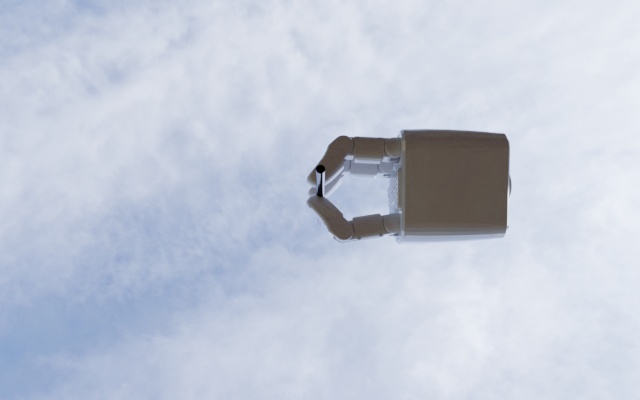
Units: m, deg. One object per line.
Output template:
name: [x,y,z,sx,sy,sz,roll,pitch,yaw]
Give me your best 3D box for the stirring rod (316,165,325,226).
stirring rod: [0.000,0.002,0.522,0.011,0.011,0.239,0,-14,0]
